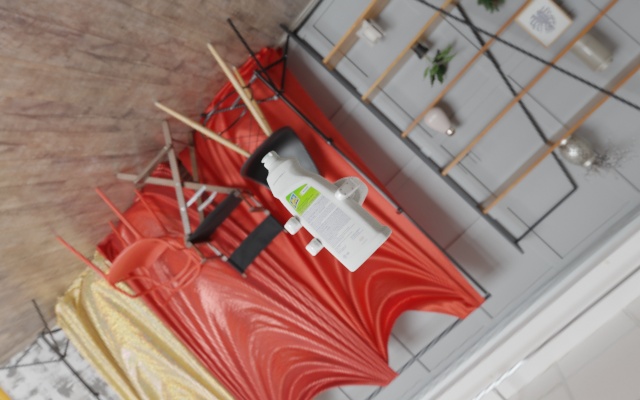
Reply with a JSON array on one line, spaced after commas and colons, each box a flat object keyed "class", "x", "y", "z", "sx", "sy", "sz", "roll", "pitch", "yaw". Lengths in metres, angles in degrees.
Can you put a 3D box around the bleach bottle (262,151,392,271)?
[{"class": "bleach bottle", "x": 0.000, "y": 0.003, "z": 0.837, "sx": 0.251, "sy": 0.102, "sz": 0.068, "roll": 44, "pitch": 15, "yaw": 5}]
